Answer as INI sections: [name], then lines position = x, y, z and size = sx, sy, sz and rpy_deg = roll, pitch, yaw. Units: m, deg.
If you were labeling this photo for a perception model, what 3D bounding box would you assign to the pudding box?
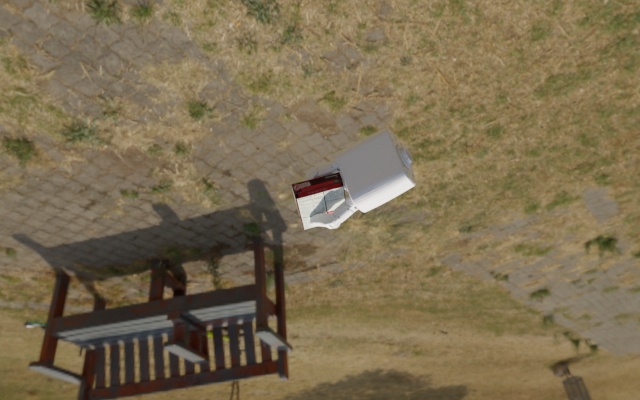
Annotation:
[pudding box]
position = 0.000, 0.003, 0.878
size = 0.090, 0.039, 0.114
rpy_deg = -14, -36, -3
